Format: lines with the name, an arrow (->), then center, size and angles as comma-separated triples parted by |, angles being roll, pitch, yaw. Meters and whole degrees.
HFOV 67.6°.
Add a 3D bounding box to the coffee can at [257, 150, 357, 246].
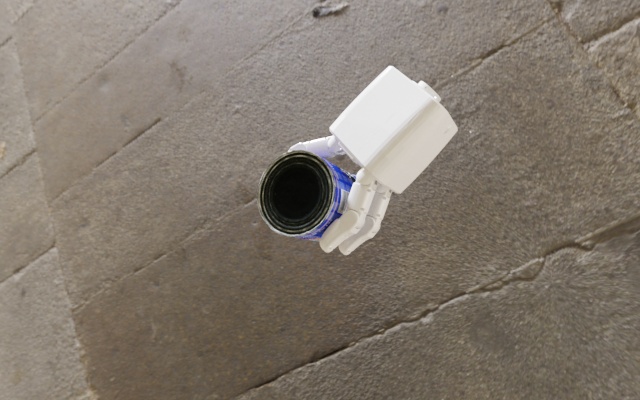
coffee can -> 0.000, 0.002, 0.611 | 0.103, 0.103, 0.140 | 0, -9, 26
